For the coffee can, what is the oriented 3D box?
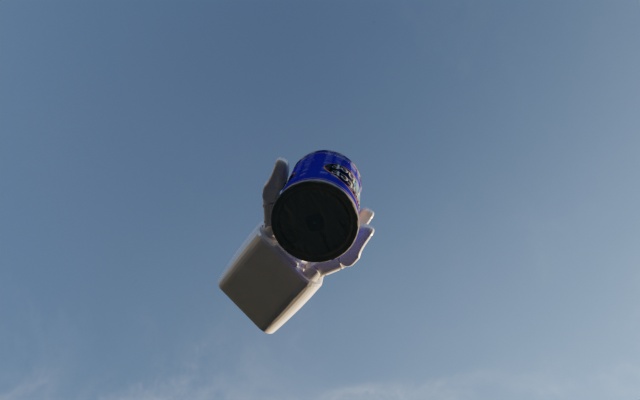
[{"bbox_3d":[0.000,0.002,0.611,0.103,0.103,0.140,0,20,6],"label":"coffee can"}]
